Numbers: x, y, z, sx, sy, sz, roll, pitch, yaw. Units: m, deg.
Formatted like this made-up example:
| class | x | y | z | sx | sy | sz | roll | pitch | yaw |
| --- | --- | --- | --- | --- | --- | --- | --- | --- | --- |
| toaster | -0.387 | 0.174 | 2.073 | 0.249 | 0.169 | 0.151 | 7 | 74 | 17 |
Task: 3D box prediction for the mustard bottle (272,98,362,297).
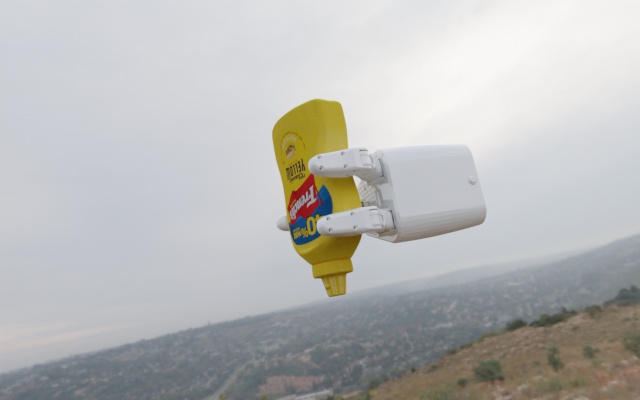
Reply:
| class | x | y | z | sx | sy | sz | roll | pitch | yaw |
| --- | --- | --- | --- | --- | --- | --- | --- | --- | --- |
| mustard bottle | 0.000 | 0.001 | 0.489 | 0.058 | 0.191 | 0.096 | -1 | -15 | -39 |
